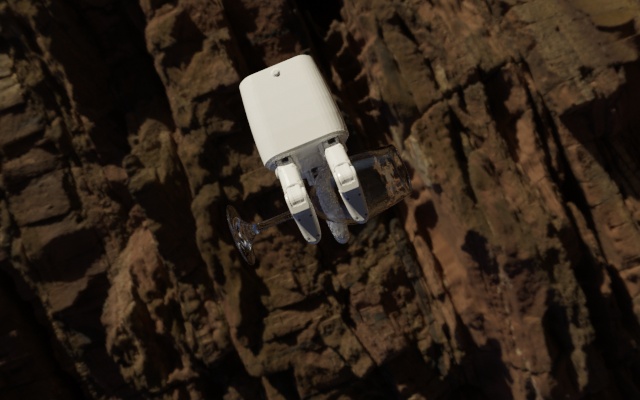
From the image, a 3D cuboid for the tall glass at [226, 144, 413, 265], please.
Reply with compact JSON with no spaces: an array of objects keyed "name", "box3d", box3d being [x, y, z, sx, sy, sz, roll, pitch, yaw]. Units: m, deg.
[{"name":"tall glass","box3d":[0.000,0.002,0.545,0.201,0.079,0.079,-22,-1,2]}]
